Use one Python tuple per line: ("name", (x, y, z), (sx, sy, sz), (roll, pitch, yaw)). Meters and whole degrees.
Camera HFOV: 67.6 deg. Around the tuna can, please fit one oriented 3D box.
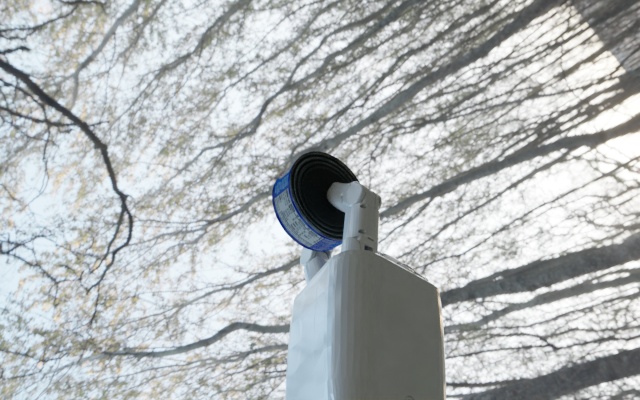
("tuna can", (0.000, 0.002, 0.427), (0.086, 0.086, 0.034), (0, -25, -41))
